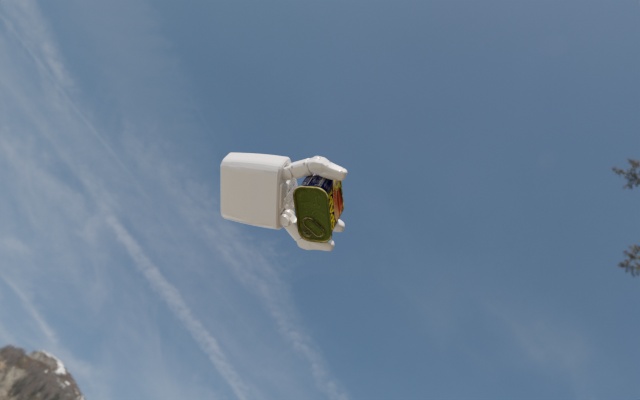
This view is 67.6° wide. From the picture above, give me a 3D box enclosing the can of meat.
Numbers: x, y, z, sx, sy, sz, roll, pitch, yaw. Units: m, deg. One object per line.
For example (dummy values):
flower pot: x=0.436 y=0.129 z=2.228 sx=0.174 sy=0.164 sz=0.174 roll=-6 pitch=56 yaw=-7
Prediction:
can of meat: x=0.000 y=0.002 z=0.768 sx=0.057 sy=0.102 sz=0.084 roll=4 pitch=32 yaw=18
